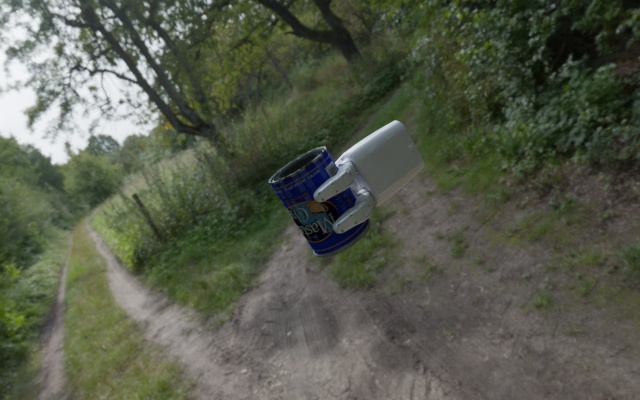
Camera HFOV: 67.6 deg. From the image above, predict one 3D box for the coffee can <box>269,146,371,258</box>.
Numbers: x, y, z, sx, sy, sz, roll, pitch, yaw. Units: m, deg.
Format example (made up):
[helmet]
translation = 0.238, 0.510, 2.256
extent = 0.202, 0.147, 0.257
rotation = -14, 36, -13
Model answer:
[coffee can]
translation = 0.000, 0.003, 0.738
extent = 0.103, 0.140, 0.102
rotation = -29, 15, 9
